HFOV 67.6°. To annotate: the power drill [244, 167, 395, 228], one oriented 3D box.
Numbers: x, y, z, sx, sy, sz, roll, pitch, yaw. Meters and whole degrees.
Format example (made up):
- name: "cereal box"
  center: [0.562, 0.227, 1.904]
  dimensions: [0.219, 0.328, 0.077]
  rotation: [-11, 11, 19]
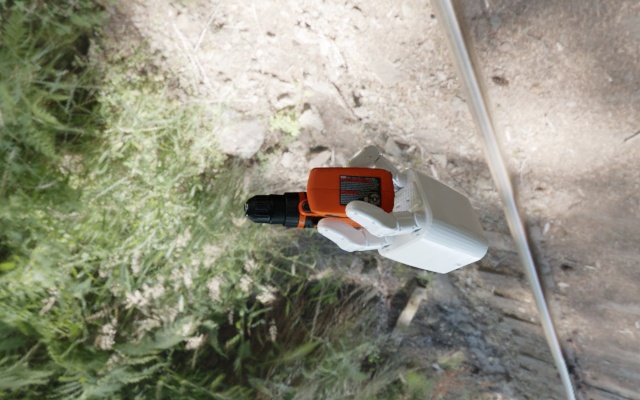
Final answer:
- name: "power drill"
  center: [0.000, 0.002, 0.616]
  dimensions: [0.184, 0.057, 0.188]
  rotation: [0, -8, -14]
